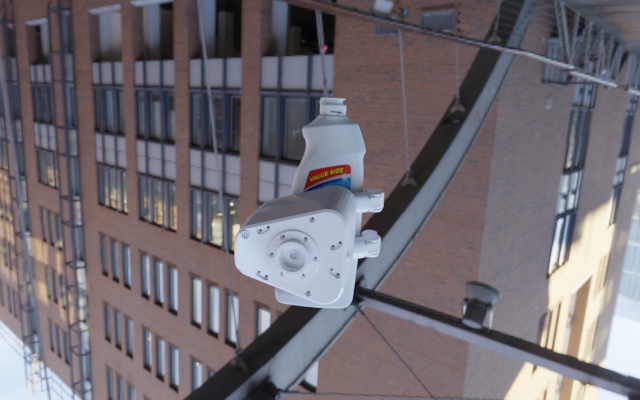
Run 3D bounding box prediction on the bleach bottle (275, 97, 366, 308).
[{"bbox_3d":[0.000,0.002,0.585,0.102,0.251,0.068,4,12,6],"label":"bleach bottle"}]
